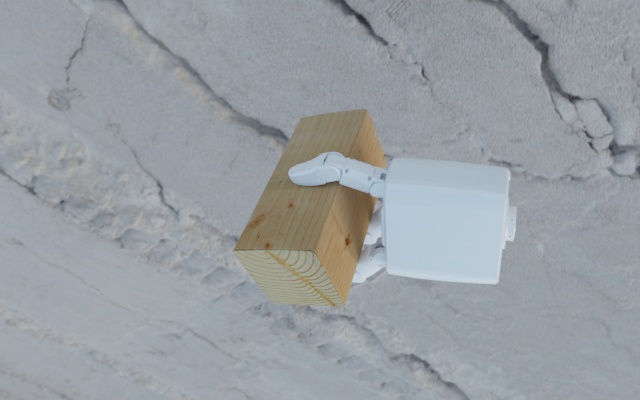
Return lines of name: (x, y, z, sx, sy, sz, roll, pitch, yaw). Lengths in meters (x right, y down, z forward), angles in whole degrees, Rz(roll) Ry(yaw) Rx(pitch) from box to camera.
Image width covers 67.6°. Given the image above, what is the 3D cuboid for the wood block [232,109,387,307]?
wood block: (0.000, 0.002, 0.521, 0.090, 0.206, 0.091, -3, -45, 27)
